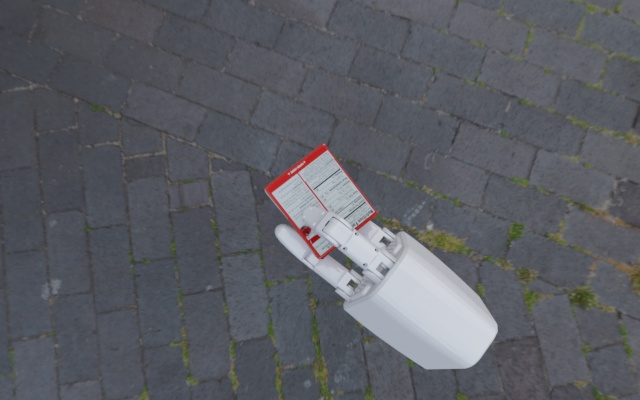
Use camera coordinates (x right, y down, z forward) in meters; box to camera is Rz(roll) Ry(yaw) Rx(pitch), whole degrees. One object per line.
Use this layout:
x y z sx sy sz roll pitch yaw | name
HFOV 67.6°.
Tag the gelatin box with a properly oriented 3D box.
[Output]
0.000 0.001 0.468 0.073 0.089 0.030 -38 3 -7 | gelatin box
